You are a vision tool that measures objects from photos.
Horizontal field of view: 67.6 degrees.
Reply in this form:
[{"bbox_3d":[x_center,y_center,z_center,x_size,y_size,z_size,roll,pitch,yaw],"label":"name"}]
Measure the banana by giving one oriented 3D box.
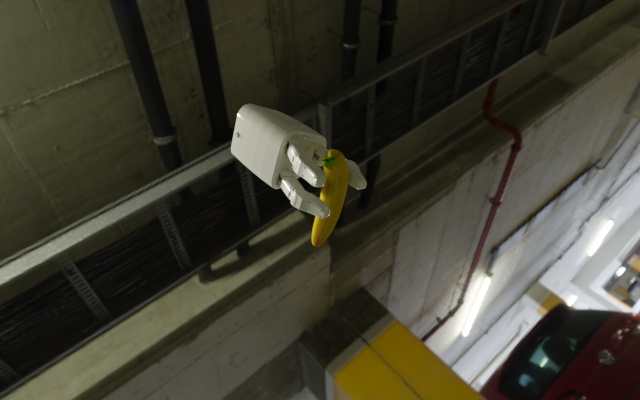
[{"bbox_3d":[0.012,-0.010,0.715,0.037,0.198,0.069,33,54,23],"label":"banana"}]
